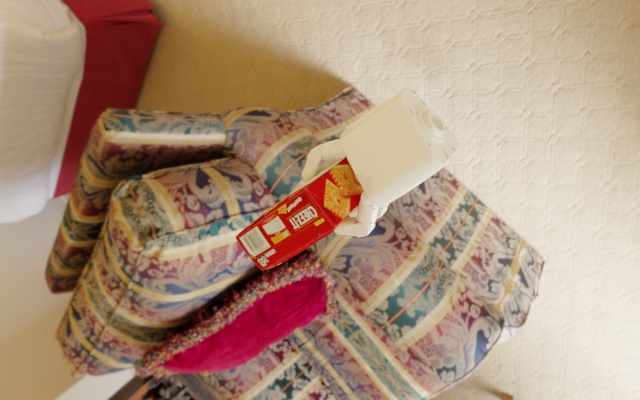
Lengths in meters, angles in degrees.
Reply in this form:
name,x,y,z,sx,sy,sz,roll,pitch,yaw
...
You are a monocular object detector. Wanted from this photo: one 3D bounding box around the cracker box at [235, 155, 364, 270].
name,x,y,z,sx,sy,sz,roll,pitch,yaw
cracker box,0.000,0.002,0.709,0.164,0.072,0.213,-34,3,39
